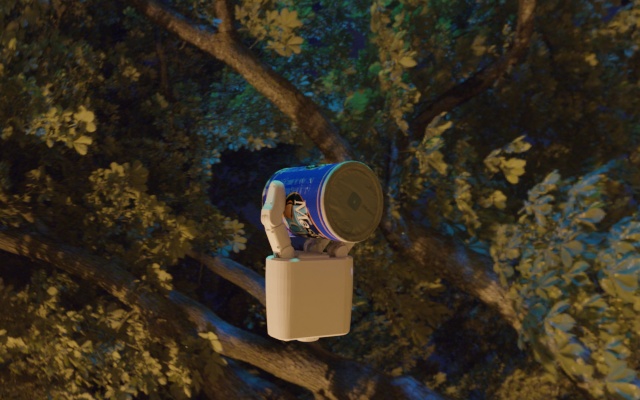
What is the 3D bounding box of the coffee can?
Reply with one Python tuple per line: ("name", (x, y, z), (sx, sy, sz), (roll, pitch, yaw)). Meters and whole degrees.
("coffee can", (0.000, 0.002, 0.652), (0.103, 0.103, 0.140), (0, 0, -39))
